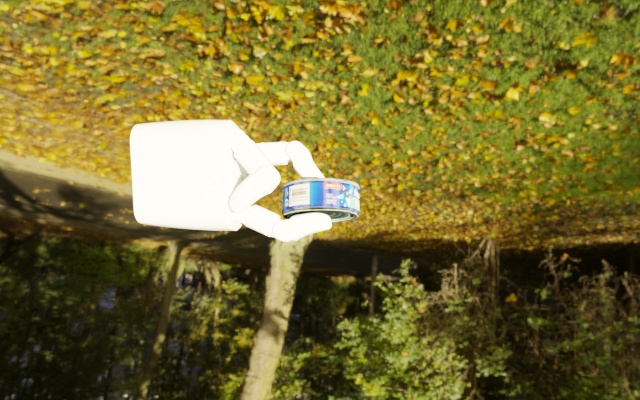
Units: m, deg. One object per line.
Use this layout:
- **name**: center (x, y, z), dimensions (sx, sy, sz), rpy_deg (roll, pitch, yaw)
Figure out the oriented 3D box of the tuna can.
- **tuna can**: center (0.000, 0.002, 0.522), dimensions (0.086, 0.033, 0.086), rpy_deg (0, -12, 0)
